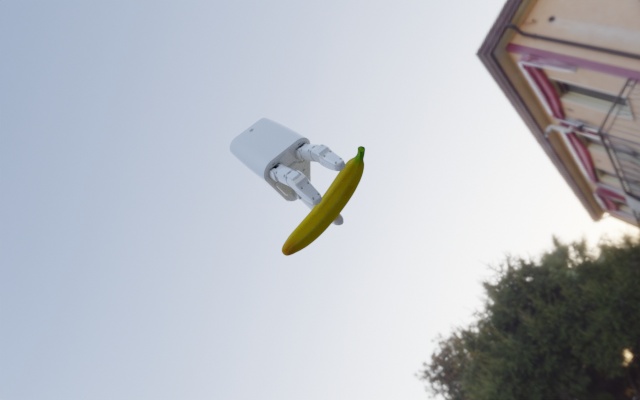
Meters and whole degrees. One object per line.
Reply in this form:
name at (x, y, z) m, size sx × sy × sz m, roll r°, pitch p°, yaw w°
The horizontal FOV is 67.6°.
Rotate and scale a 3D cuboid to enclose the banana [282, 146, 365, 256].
banana at (0.010, 0.005, 0.730) m, size 0.037 × 0.198 × 0.070 m, roll 36°, pitch 1°, yaw 29°
